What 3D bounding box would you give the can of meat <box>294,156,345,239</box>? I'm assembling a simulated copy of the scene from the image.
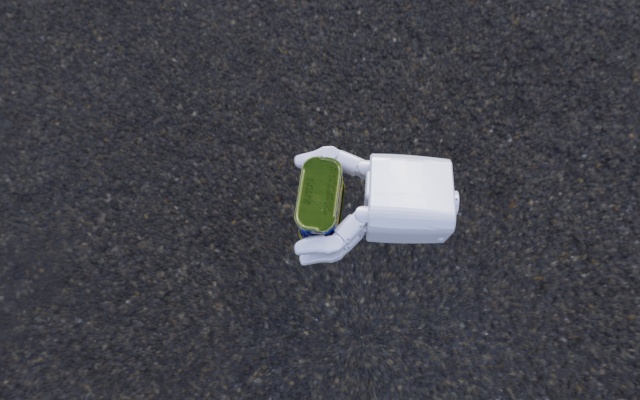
[{"bbox_3d":[0.000,0.002,0.620,0.057,0.102,0.084,6,-15,5],"label":"can of meat"}]
